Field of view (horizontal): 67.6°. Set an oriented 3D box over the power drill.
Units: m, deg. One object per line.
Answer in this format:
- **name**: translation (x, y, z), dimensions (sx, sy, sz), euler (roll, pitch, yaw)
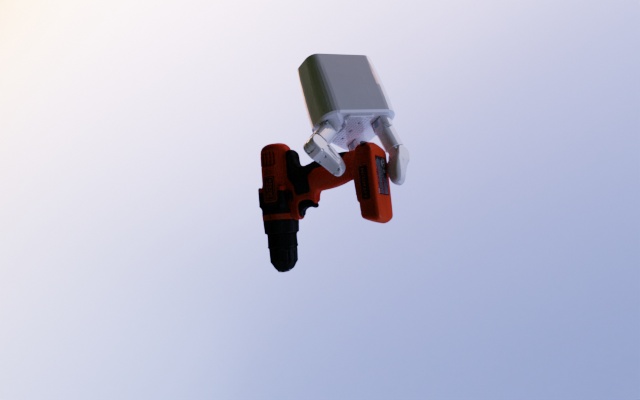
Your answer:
- **power drill**: translation (0.001, 0.002, 0.648), dimensions (0.187, 0.184, 0.057), euler (-7, -3, 27)
